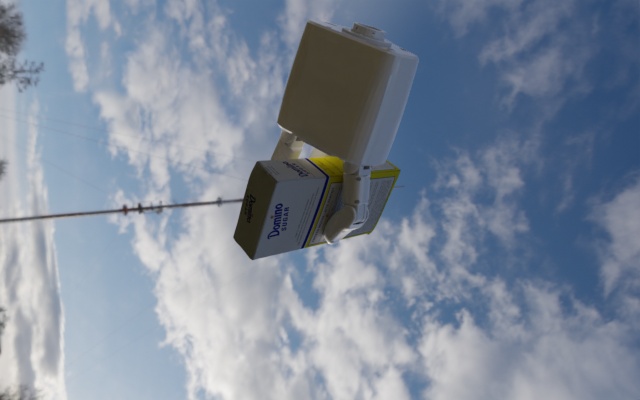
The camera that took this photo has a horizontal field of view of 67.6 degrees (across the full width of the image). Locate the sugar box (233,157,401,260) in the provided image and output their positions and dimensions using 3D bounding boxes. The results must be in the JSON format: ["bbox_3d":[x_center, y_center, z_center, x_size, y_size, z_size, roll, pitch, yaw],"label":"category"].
[{"bbox_3d":[0.000,0.001,0.506,0.176,0.093,0.048,-5,37,-41],"label":"sugar box"}]
